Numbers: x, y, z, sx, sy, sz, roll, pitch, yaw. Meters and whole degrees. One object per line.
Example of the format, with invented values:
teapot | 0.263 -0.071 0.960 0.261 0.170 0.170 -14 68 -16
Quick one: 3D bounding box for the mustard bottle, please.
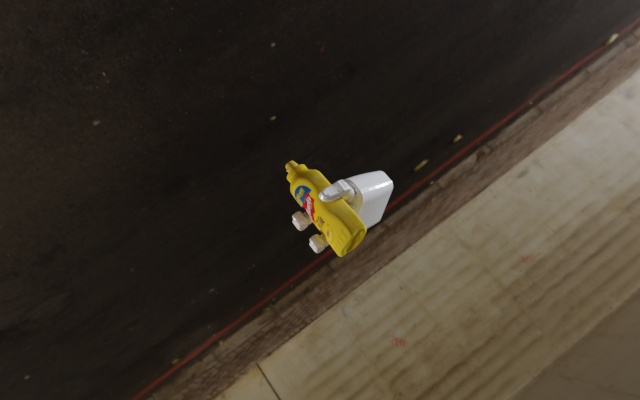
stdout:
mustard bottle | 0.000 0.003 0.845 0.058 0.191 0.096 -31 -20 -22
